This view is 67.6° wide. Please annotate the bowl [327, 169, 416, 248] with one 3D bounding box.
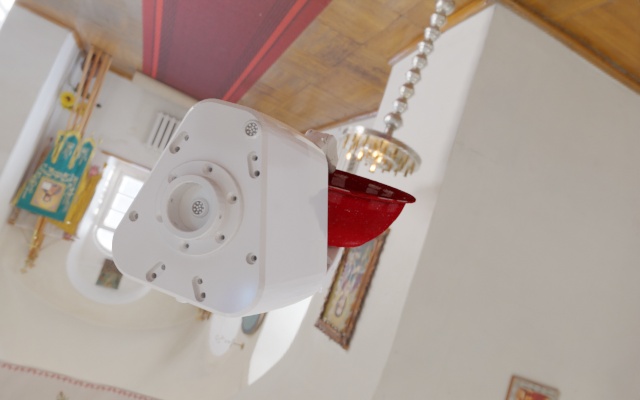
[{"bbox_3d":[0.001,0.002,0.431,0.162,0.055,0.162,14,9,-2],"label":"bowl"}]
